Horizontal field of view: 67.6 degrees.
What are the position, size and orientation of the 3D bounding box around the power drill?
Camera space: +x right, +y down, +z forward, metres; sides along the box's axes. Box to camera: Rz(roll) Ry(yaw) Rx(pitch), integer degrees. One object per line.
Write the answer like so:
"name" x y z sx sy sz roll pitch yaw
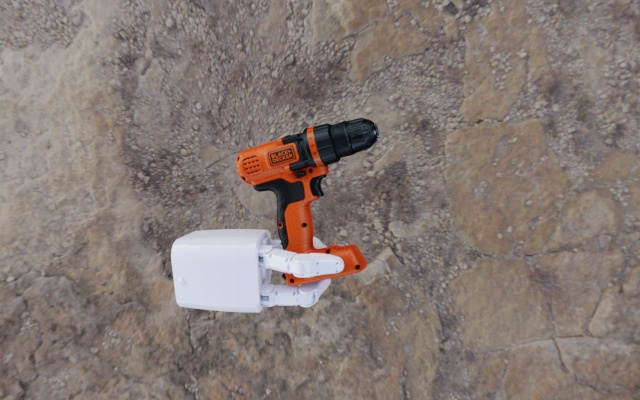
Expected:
"power drill" 0.000 0.002 0.600 0.184 0.187 0.057 -15 0 14
